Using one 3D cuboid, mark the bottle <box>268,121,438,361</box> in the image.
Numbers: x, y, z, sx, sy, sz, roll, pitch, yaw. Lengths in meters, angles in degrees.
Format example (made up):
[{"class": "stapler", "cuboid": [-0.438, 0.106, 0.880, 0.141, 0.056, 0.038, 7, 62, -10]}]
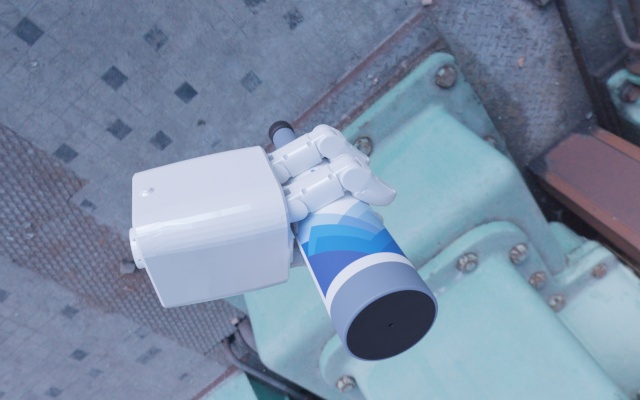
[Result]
[{"class": "bottle", "cuboid": [0.000, 0.002, 0.418, 0.069, 0.069, 0.295, 0, 32, -21]}]
